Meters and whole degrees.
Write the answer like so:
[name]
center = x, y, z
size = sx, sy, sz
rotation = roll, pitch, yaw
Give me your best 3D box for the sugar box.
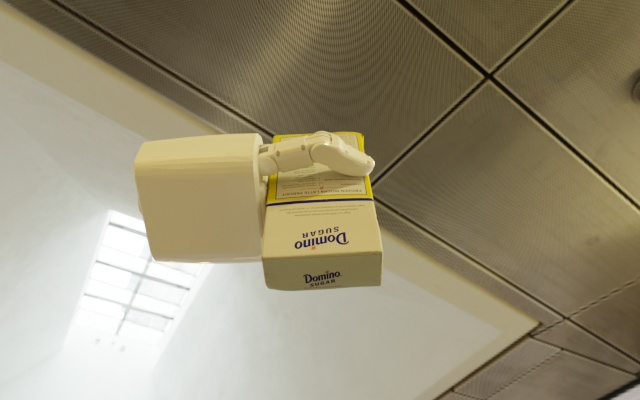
[sugar box]
center = 0.000, 0.002, 0.430
size = 0.093, 0.048, 0.176
rotation = -3, 41, 1
